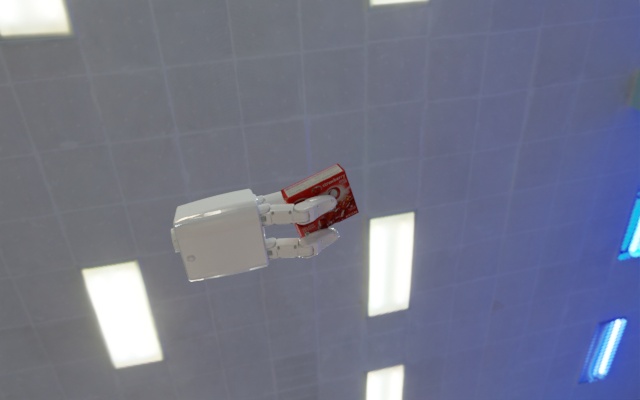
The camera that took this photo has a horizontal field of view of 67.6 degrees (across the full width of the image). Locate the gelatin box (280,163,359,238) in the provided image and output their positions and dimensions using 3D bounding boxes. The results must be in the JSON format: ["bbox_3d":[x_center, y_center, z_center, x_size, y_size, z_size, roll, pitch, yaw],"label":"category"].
[{"bbox_3d":[0.000,0.002,0.649,0.089,0.073,0.030,-26,34,-7],"label":"gelatin box"}]
